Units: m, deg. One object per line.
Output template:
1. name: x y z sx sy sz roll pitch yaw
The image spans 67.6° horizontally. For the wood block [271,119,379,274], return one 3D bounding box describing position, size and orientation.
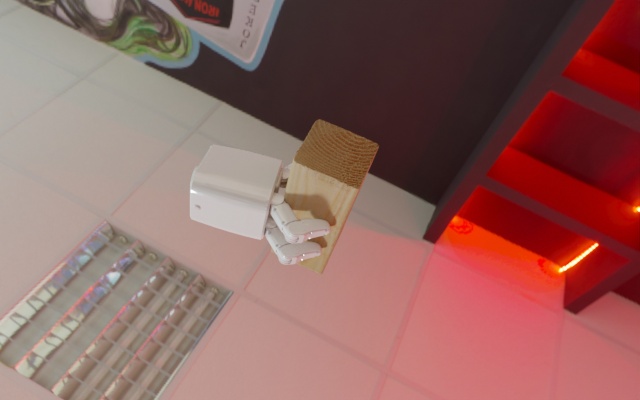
1. wood block: 0.000 0.002 0.671 0.090 0.090 0.206 24 -40 4
